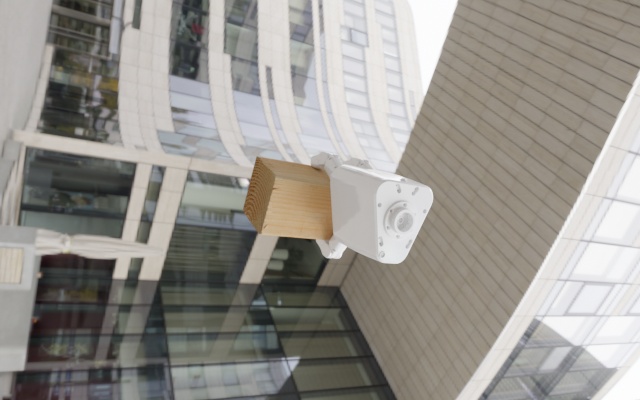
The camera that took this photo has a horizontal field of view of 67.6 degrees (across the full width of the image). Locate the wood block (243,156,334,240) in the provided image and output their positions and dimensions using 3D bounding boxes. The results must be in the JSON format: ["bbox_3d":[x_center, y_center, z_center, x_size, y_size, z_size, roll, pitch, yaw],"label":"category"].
[{"bbox_3d":[0.000,0.003,0.727,0.206,0.091,0.090,8,19,-29],"label":"wood block"}]
